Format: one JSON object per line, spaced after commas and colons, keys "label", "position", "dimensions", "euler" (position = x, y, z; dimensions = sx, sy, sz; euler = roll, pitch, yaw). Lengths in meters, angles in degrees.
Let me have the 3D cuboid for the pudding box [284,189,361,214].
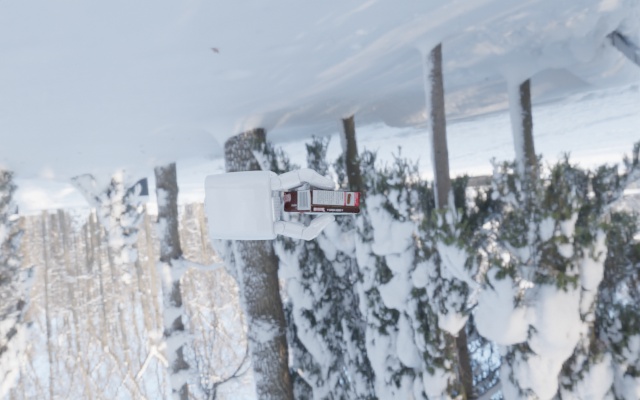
{"label": "pudding box", "position": [0.000, 0.003, 0.780], "dimensions": [0.090, 0.039, 0.113], "euler": [1, 0, -25]}
